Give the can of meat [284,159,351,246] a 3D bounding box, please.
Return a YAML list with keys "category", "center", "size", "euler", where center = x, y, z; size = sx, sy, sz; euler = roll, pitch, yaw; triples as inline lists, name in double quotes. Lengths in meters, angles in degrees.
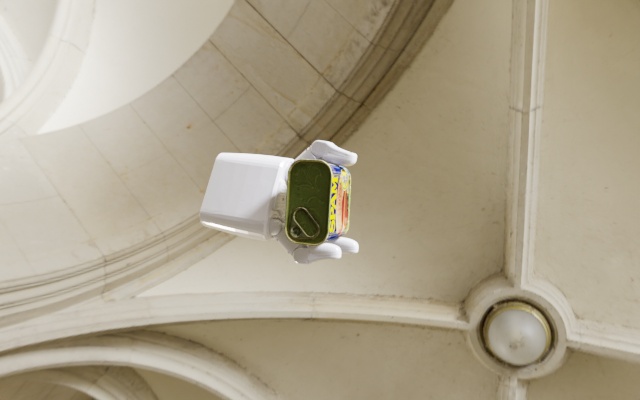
- category: "can of meat"
  center: [0.000, 0.002, 0.601]
  size: [0.057, 0.102, 0.084]
  euler: [4, 2, 22]
